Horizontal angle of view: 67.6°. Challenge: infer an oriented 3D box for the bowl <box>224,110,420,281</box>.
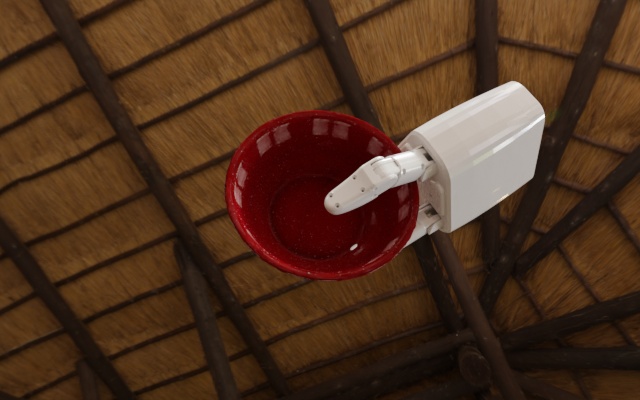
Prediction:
[{"bbox_3d":[-0.001,0.002,0.415,0.162,0.162,0.055,0,-29,-8],"label":"bowl"}]
